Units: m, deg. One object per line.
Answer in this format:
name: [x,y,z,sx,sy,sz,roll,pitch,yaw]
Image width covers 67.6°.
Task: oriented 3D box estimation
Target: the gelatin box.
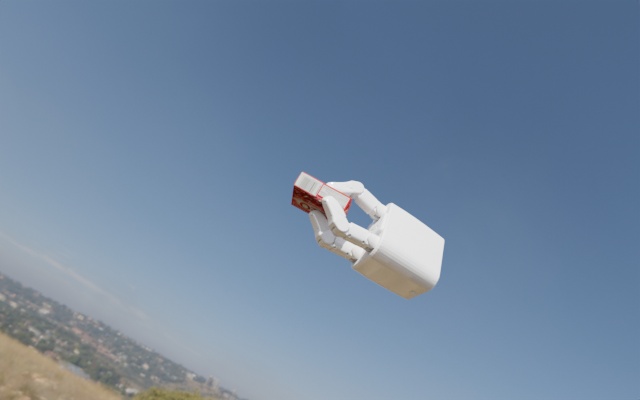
gelatin box: [0.000,0.002,0.736,0.089,0.030,0.073,29,-24,6]
